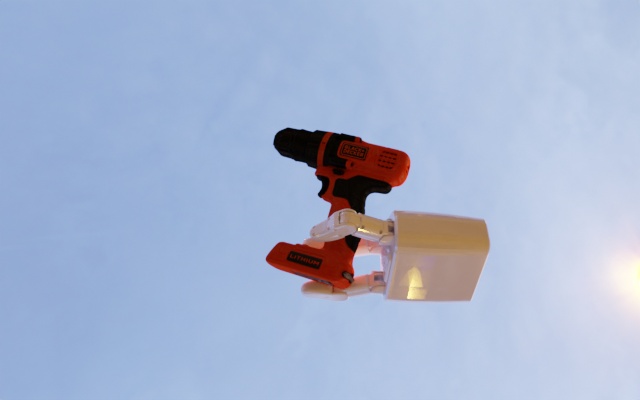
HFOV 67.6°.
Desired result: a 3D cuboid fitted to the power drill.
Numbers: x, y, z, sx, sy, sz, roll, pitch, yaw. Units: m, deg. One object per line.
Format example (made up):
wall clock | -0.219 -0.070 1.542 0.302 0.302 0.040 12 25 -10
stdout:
power drill | 0.000 0.002 0.592 0.184 0.187 0.057 15 -14 21
